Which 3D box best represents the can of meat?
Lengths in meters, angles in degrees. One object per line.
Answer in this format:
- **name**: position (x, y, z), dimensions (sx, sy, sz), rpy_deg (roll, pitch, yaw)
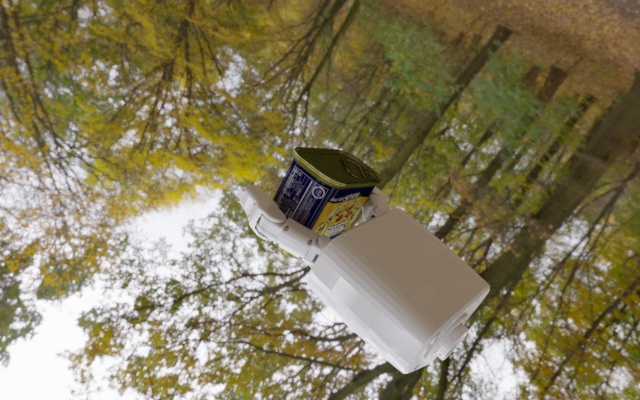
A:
- **can of meat**: position (0.000, 0.002, 0.444), dimensions (0.057, 0.084, 0.102), rpy_deg (39, 23, 24)
